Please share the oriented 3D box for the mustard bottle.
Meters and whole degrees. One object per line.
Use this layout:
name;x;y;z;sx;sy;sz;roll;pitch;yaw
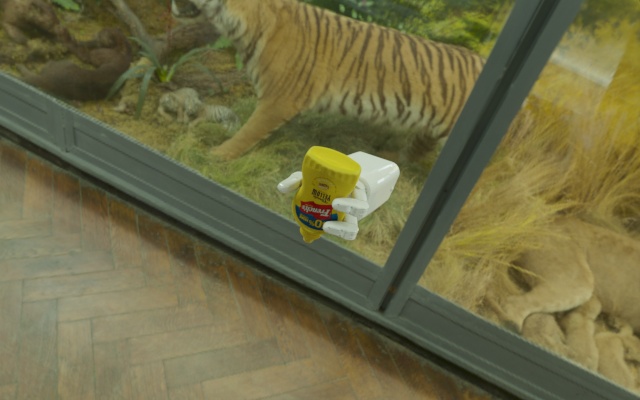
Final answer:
mustard bottle;0.000;0.003;0.842;0.096;0.192;0.058;22;39;4
